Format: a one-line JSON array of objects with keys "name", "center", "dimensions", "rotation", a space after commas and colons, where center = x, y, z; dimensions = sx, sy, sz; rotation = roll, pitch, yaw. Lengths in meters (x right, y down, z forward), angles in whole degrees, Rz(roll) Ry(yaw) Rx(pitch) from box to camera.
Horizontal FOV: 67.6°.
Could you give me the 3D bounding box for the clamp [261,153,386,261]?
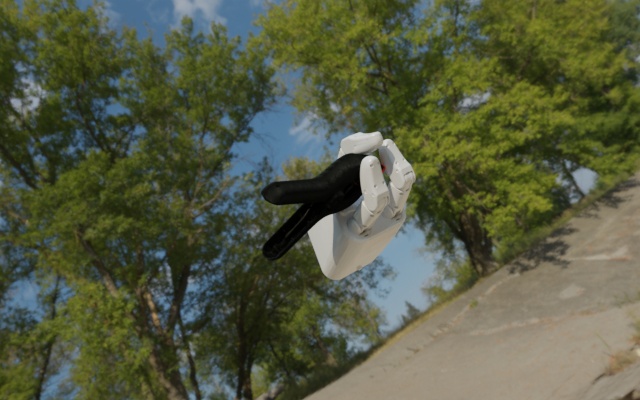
[{"name": "clamp", "center": [0.000, 0.001, 0.539], "dimensions": [0.171, 0.039, 0.120], "rotation": [-23, -27, -33]}]
